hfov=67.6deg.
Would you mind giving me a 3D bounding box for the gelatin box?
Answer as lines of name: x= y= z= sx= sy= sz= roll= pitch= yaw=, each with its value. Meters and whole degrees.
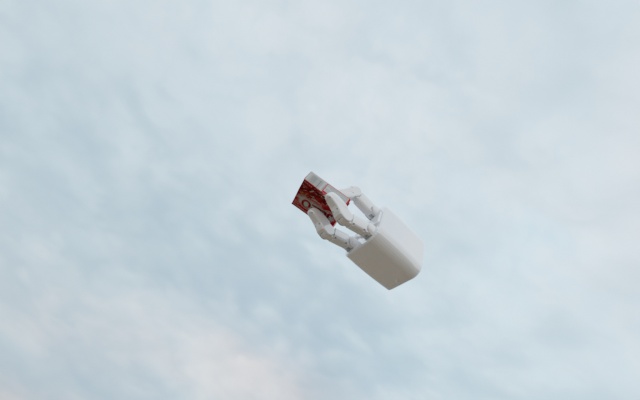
gelatin box: x=0.000 y=0.002 z=0.844 sx=0.089 sy=0.073 sz=0.030 roll=36 pitch=47 yaw=5
